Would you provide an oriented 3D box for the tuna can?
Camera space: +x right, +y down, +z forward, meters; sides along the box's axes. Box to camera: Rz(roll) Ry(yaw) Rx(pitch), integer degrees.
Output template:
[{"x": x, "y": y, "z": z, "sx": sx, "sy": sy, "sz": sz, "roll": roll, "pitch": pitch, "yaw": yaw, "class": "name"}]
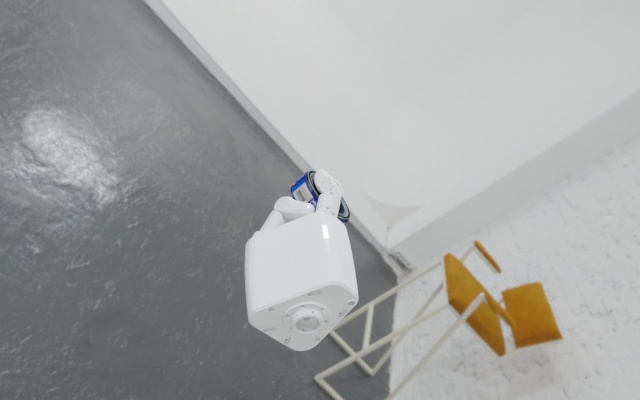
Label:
[{"x": 0.001, "y": 0.002, "z": 0.629, "sx": 0.034, "sy": 0.086, "sz": 0.086, "roll": -40, "pitch": -15, "yaw": 18, "class": "tuna can"}]
